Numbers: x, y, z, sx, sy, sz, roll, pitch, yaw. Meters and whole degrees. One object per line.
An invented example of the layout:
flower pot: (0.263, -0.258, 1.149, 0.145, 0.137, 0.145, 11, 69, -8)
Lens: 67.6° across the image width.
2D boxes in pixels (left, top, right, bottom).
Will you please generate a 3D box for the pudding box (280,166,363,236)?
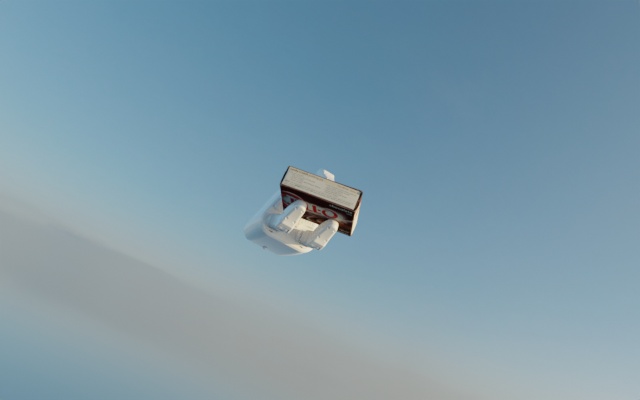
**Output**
pudding box: (0.000, 0.002, 0.682, 0.113, 0.039, 0.090, 18, -24, 8)
